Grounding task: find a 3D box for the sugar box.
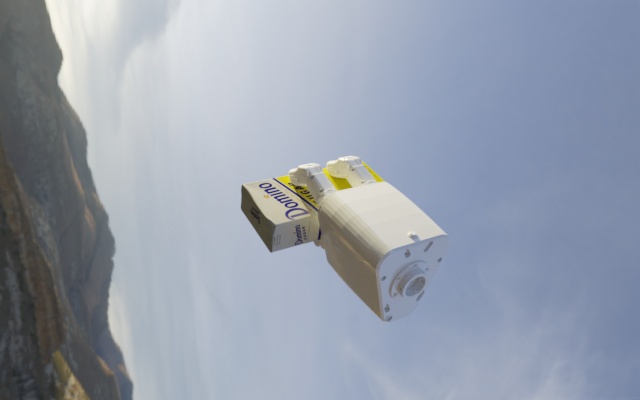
[{"bbox_3d":[0.000,0.002,0.591,0.176,0.048,0.093,-11,38,-29],"label":"sugar box"}]
